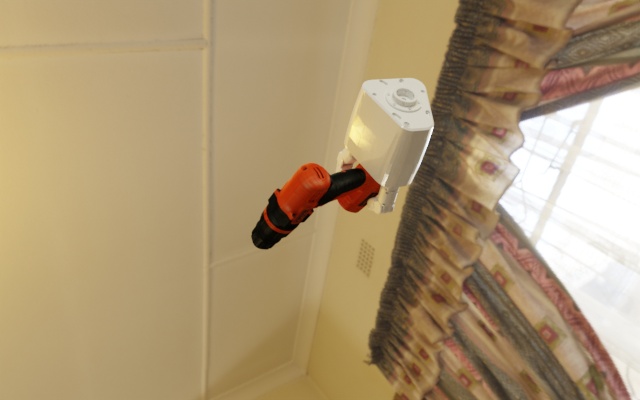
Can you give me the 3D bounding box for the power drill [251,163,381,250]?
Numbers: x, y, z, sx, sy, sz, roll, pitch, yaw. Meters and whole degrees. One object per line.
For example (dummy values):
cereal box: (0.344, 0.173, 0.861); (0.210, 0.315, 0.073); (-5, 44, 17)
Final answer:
power drill: (0.001, 0.002, 0.710); (0.187, 0.057, 0.184); (-18, -20, -43)
